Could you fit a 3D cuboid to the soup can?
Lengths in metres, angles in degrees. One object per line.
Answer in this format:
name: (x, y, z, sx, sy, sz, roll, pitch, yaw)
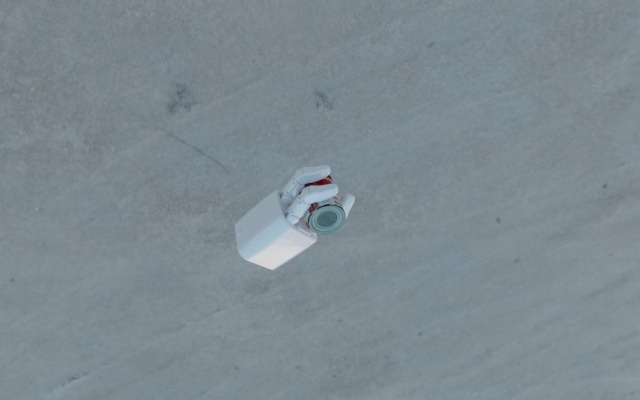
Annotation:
soup can: (0.001, 0.003, 0.838, 0.068, 0.068, 0.102, 0, 38, -16)
